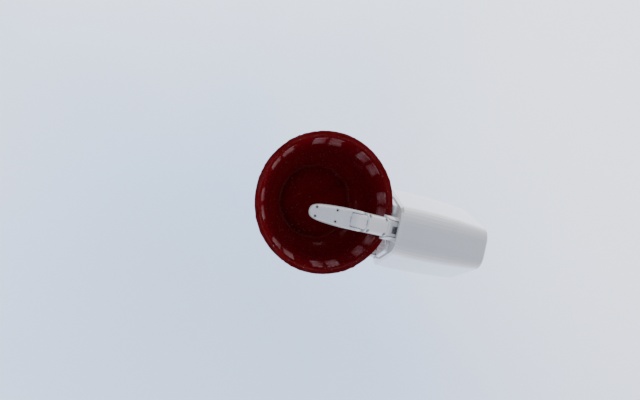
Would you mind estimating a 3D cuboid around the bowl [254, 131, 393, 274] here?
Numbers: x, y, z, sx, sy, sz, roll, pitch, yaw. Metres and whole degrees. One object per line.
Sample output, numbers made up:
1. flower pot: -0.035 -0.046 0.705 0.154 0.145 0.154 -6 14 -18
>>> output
1. bowl: -0.001 0.001 0.560 0.162 0.162 0.055 0 2 -15
